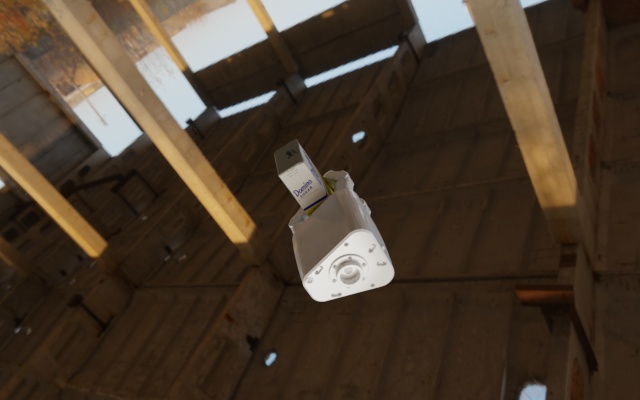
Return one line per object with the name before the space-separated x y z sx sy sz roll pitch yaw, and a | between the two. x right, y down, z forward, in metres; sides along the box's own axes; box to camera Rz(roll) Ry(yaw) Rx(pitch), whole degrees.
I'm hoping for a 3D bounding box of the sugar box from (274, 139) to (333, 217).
sugar box | 0.001 0.002 0.693 0.048 0.176 0.093 -30 27 5
